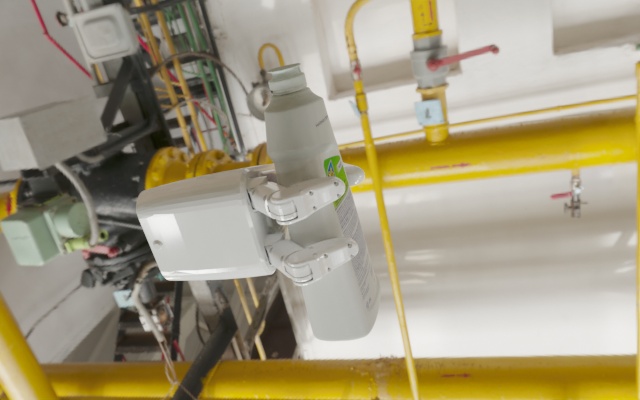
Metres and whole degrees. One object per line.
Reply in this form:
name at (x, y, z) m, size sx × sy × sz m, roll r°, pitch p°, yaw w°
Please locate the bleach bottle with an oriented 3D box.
bleach bottle at (0.000, 0.002, 0.441) m, size 0.068 × 0.251 × 0.102 m, roll -8°, pitch 22°, yaw 15°
